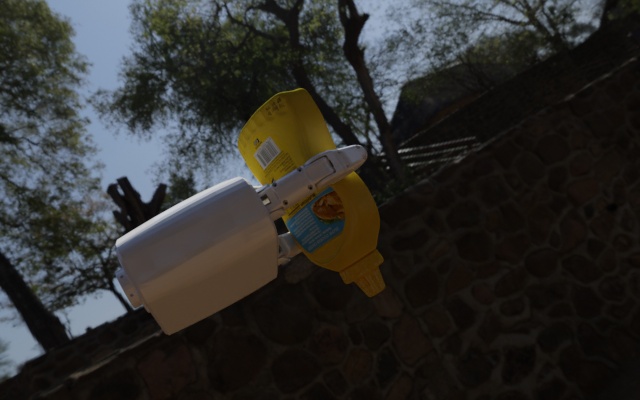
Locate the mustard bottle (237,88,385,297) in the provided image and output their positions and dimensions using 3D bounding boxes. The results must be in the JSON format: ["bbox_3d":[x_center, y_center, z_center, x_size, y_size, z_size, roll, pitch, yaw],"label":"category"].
[{"bbox_3d":[0.000,0.001,0.436,0.058,0.191,0.096,-25,-10,-44],"label":"mustard bottle"}]
